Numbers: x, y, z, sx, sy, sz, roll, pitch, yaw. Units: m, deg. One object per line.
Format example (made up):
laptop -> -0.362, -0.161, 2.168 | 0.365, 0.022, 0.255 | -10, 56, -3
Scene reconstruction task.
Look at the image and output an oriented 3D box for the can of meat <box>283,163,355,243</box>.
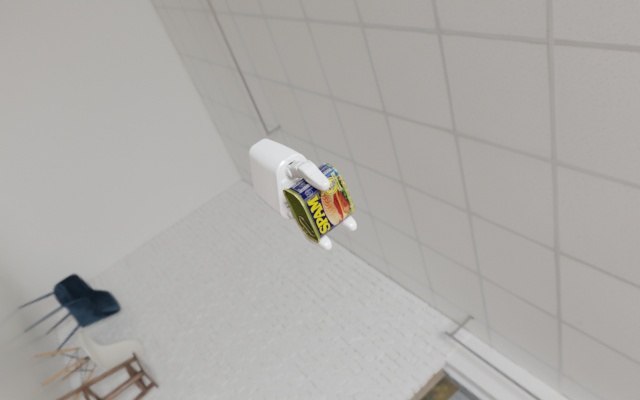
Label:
can of meat -> 0.000, 0.002, 0.766 | 0.084, 0.102, 0.057 | -37, 36, -20
